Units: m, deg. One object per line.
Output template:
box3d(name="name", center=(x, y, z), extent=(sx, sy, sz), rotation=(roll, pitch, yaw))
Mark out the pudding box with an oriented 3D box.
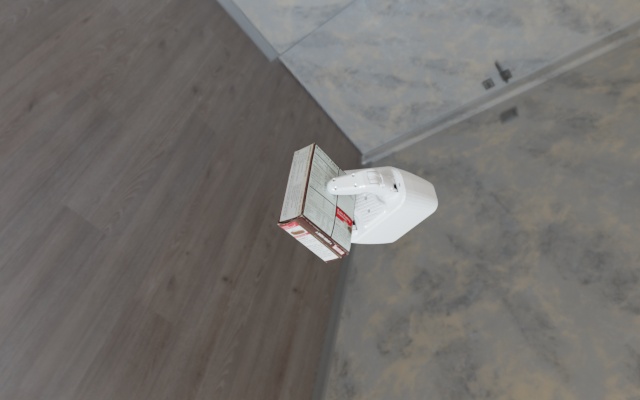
box3d(name="pudding box", center=(0.000, 0.002, 0.562), extent=(0.039, 0.113, 0.090), rotation=(-23, -48, 33))
